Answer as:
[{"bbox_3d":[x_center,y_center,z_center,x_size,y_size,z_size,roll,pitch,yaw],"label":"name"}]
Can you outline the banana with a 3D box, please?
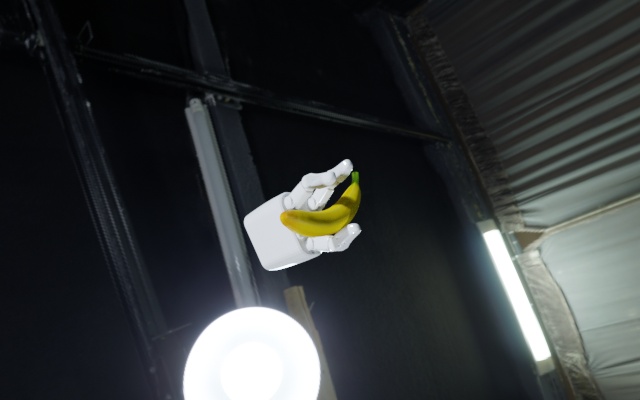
[{"bbox_3d":[0.010,0.018,0.725,0.037,0.069,0.197,-23,6,40],"label":"banana"}]
